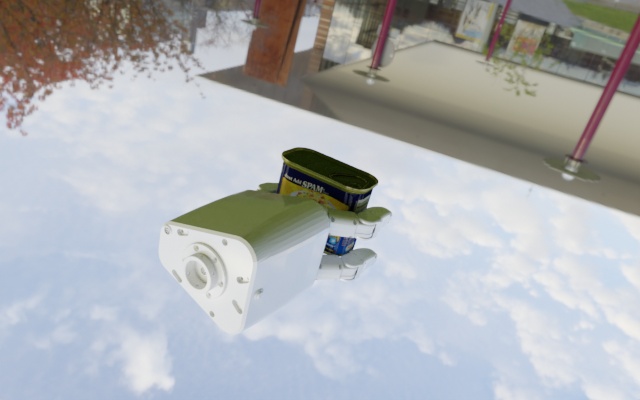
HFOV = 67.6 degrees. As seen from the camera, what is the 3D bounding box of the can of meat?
[{"bbox_3d":[0.000,0.002,0.509,0.102,0.084,0.057,25,26,20],"label":"can of meat"}]
